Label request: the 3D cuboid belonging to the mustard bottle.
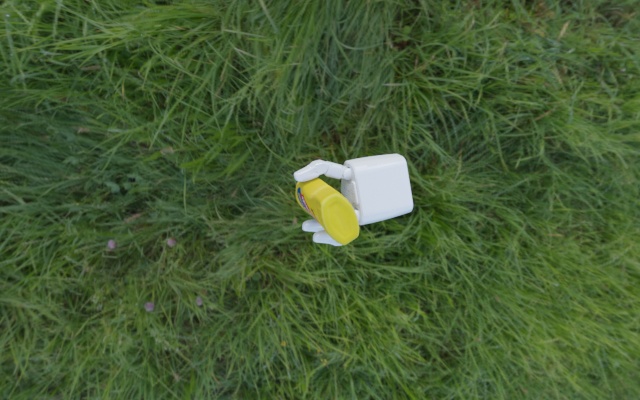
[{"bbox_3d":[0.000,0.003,0.846,0.058,0.096,0.191,-34,27,-8],"label":"mustard bottle"}]
